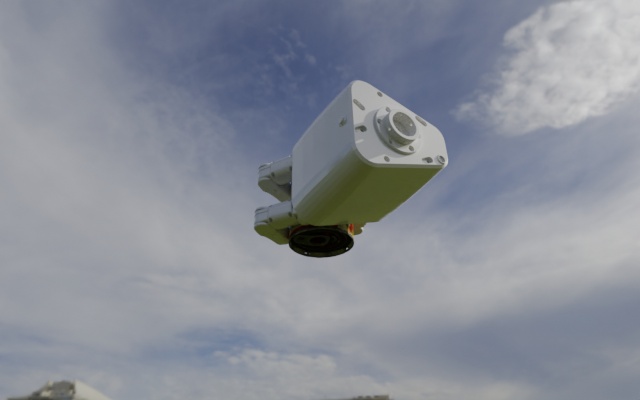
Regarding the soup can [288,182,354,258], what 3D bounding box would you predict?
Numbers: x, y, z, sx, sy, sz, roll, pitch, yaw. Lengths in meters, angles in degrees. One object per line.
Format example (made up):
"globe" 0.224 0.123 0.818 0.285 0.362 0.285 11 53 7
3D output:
"soup can" 0.000 0.002 0.517 0.068 0.102 0.068 -1 -31 0
